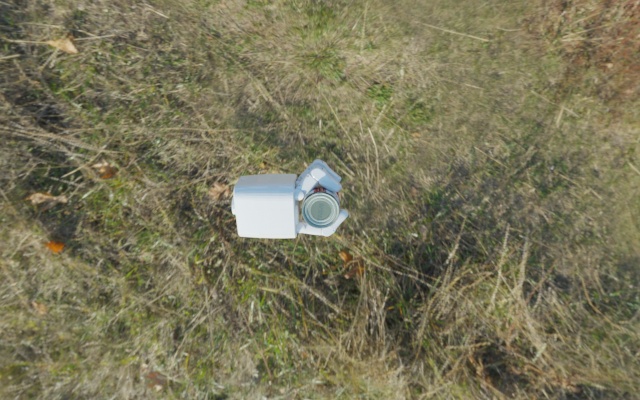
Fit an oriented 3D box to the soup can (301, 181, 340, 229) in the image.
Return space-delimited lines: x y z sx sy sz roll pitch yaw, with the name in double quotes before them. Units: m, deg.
"soup can" 0.001 0.003 0.857 0.068 0.068 0.102 0 17 0
